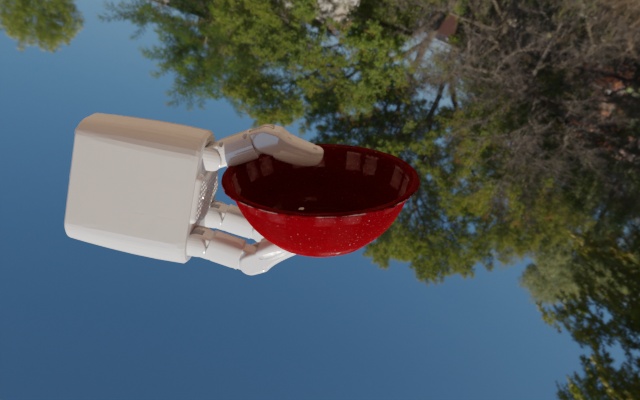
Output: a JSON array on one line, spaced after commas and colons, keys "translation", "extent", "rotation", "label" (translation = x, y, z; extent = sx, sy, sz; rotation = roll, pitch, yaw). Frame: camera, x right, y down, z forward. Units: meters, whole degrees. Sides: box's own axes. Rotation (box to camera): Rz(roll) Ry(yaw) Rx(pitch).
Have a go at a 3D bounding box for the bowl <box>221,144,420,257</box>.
[{"translation": [0.001, 0.002, 0.403], "extent": [0.162, 0.055, 0.162], "rotation": [0, 24, 0], "label": "bowl"}]
